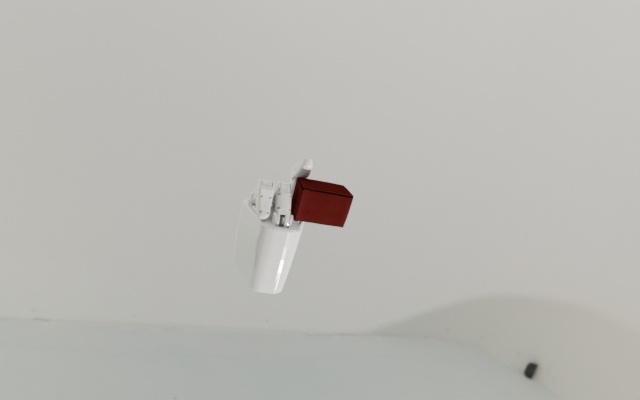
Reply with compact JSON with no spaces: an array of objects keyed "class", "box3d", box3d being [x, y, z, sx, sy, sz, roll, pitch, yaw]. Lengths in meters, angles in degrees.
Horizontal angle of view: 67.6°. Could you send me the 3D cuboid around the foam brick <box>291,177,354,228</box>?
[{"class":"foam brick","box3d":[0.000,0.002,0.707,0.078,0.051,0.053,10,17,-16]}]
